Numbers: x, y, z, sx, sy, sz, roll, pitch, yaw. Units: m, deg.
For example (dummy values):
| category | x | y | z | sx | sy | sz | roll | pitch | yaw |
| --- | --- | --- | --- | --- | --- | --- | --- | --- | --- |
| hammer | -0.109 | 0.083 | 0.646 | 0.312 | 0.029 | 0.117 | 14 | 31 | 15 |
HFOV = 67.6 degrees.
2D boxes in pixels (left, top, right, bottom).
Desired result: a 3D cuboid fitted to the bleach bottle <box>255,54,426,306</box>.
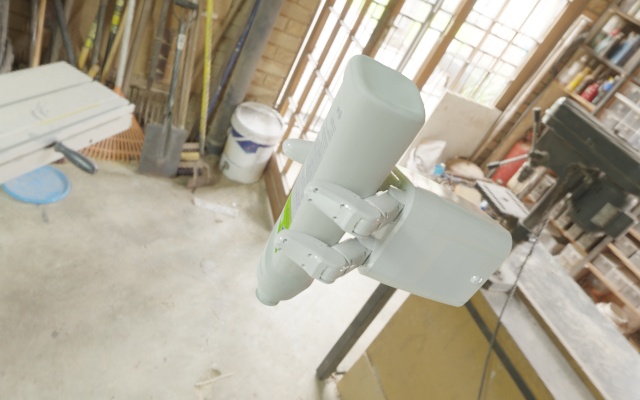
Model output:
| category | x | y | z | sx | sy | sz | roll | pitch | yaw |
| --- | --- | --- | --- | --- | --- | --- | --- | --- | --- |
| bleach bottle | 0.000 | 0.001 | 0.437 | 0.068 | 0.251 | 0.102 | 23 | 32 | -12 |
